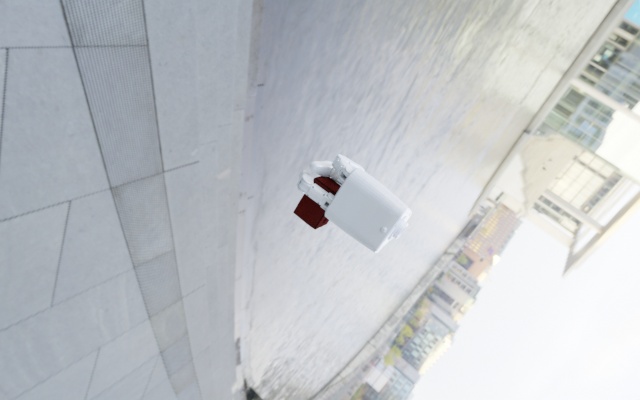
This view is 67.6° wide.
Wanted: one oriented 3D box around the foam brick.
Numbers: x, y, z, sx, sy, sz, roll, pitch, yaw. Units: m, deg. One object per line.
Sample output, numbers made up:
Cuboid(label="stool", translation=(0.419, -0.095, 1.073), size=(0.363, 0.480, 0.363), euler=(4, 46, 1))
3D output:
Cuboid(label="foam brick", translation=(0.000, 0.003, 0.826), size=(0.051, 0.078, 0.053), euler=(38, 21, 14))
